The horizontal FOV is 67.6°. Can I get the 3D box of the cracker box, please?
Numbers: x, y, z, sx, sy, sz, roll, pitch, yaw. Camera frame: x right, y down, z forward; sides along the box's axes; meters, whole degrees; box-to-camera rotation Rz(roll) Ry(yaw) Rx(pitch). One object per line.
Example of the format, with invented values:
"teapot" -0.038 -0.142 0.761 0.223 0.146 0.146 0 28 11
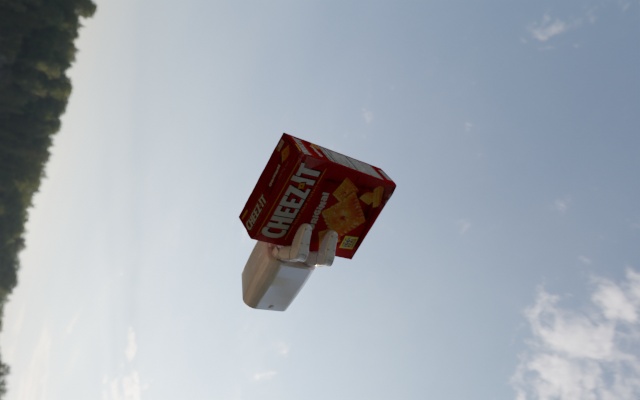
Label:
"cracker box" 0.000 0.003 0.787 0.214 0.164 0.072 16 24 -37
